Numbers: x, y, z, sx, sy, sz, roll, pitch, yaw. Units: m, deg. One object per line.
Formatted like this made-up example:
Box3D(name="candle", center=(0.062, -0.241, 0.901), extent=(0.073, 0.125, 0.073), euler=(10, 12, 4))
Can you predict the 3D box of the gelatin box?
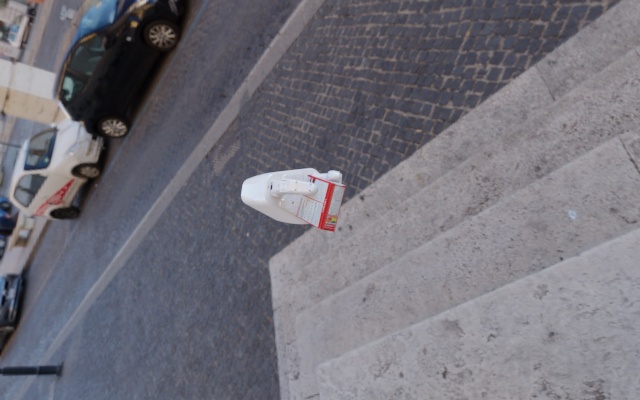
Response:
Box3D(name="gelatin box", center=(0.000, 0.002, 0.751), extent=(0.030, 0.073, 0.089), euler=(12, 5, -29))
